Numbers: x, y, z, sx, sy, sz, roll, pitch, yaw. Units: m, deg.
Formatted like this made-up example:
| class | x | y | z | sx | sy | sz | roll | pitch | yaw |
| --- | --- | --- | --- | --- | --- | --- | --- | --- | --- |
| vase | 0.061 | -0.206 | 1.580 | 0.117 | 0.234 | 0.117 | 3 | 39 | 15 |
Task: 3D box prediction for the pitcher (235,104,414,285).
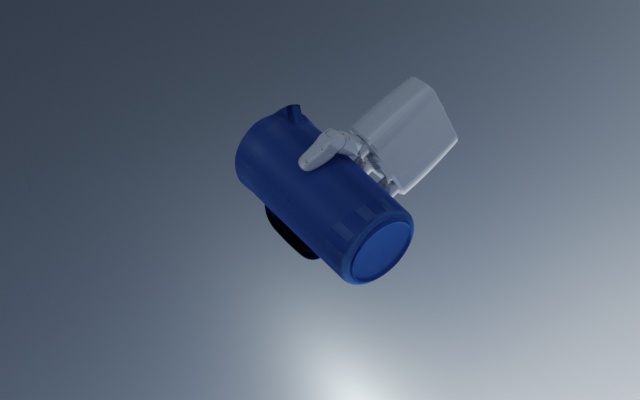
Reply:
| class | x | y | z | sx | sy | sz | roll | pitch | yaw |
| --- | --- | --- | --- | --- | --- | --- | --- | --- | --- |
| pitcher | 0.000 | 0.002 | 0.619 | 0.242 | 0.145 | 0.149 | 44 | -4 | 38 |
